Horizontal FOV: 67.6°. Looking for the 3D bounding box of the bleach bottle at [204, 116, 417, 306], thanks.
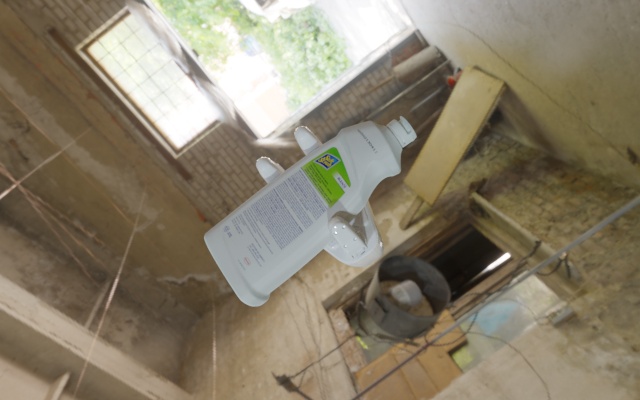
[{"bbox_3d":[0.000,0.002,0.521,0.251,0.102,0.068,-37,-17,4],"label":"bleach bottle"}]
